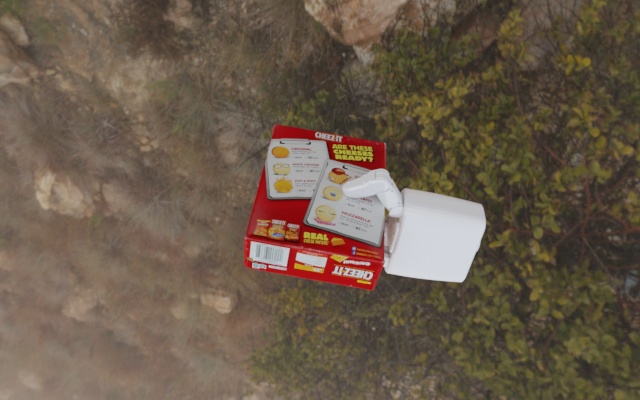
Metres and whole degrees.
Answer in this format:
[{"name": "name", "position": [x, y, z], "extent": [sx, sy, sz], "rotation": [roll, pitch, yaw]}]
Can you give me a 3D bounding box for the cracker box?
[{"name": "cracker box", "position": [0.000, 0.002, 0.631], "extent": [0.164, 0.213, 0.072], "rotation": [10, -44, -2]}]
